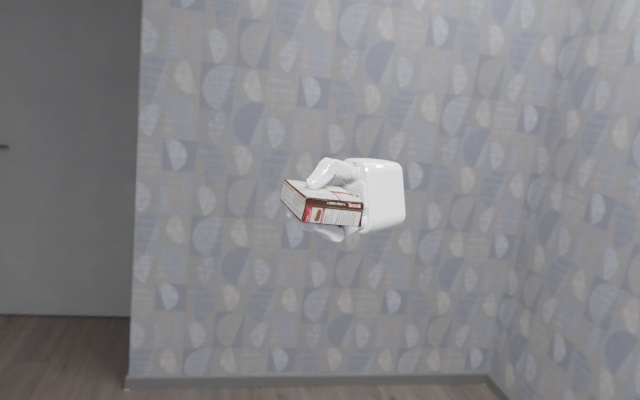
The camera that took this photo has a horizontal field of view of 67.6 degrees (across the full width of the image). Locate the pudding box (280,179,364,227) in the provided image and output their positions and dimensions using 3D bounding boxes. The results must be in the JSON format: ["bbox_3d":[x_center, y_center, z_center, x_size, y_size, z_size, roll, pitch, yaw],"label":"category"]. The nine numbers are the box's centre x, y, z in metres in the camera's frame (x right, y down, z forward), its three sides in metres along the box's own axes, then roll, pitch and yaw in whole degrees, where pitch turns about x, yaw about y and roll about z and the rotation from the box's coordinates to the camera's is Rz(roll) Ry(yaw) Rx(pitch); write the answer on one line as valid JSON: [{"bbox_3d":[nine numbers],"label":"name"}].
[{"bbox_3d":[0.000,0.002,0.686,0.090,0.039,0.113,5,12,-21],"label":"pudding box"}]
